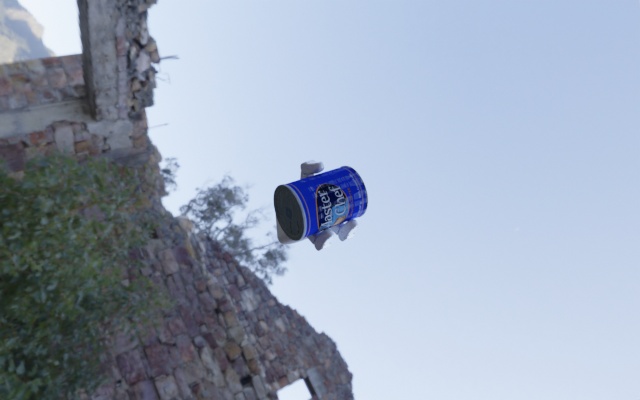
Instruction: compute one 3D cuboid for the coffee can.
[{"bbox_3d":[0.000,0.003,0.866,0.140,0.103,0.103,-19,9,-30],"label":"coffee can"}]
